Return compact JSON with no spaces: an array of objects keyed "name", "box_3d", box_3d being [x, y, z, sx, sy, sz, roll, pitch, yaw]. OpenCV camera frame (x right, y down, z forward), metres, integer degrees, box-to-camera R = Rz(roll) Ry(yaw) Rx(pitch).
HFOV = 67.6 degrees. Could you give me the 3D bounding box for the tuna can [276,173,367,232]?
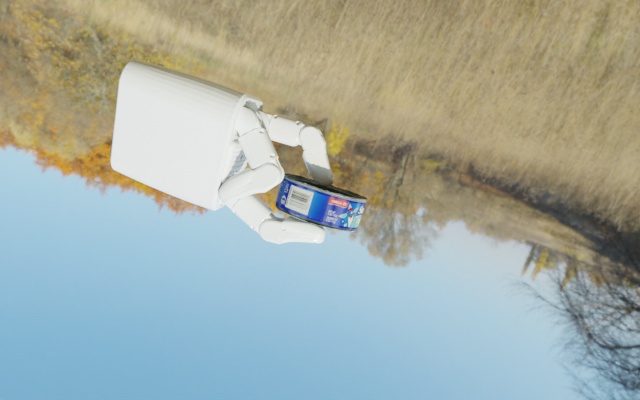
[{"name":"tuna can","box_3d":[0.000,0.002,0.467,0.086,0.034,0.086,17,6,-2]}]
